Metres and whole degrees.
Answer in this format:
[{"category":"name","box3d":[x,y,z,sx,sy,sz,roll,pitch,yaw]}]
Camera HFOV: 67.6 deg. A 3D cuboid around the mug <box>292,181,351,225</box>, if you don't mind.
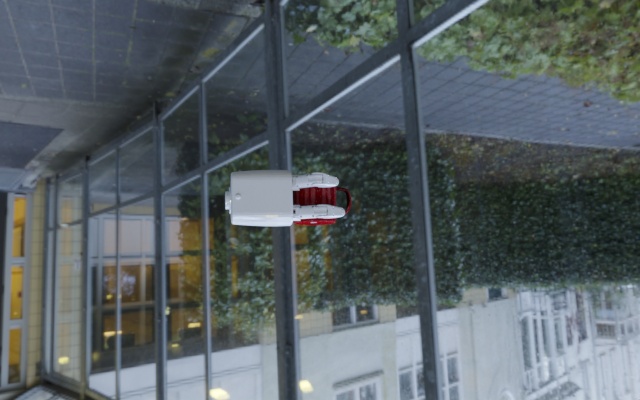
[{"category":"mug","box3d":[0.002,0.003,0.895,0.117,0.081,0.093,0,-8,-11]}]
